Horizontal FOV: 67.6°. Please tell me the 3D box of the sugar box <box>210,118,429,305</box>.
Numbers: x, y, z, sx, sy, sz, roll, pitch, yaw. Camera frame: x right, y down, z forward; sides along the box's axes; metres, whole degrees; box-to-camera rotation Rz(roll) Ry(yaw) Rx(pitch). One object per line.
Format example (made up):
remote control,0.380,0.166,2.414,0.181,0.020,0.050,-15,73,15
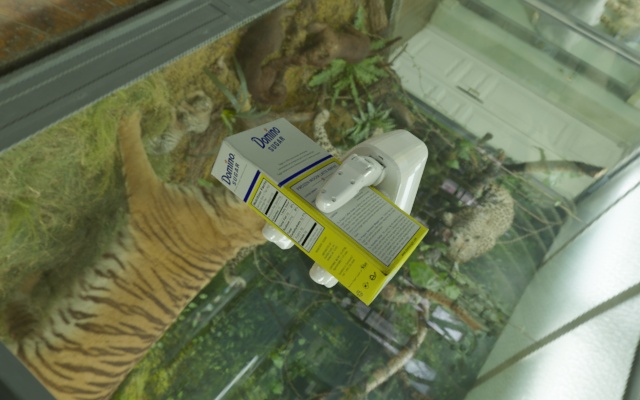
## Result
sugar box,0.000,0.002,0.419,0.176,0.048,0.093,37,34,14
